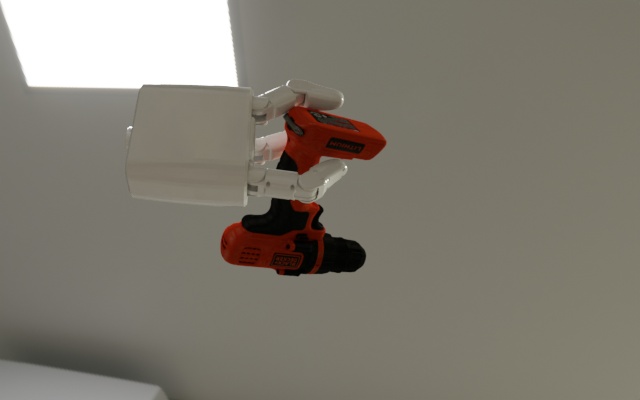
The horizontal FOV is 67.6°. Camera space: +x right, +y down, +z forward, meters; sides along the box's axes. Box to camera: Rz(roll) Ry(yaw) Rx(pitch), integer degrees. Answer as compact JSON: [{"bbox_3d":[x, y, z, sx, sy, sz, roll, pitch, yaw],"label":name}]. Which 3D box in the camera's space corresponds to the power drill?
[{"bbox_3d":[0.000,0.001,0.527,0.184,0.188,0.057,9,25,-32],"label":"power drill"}]
